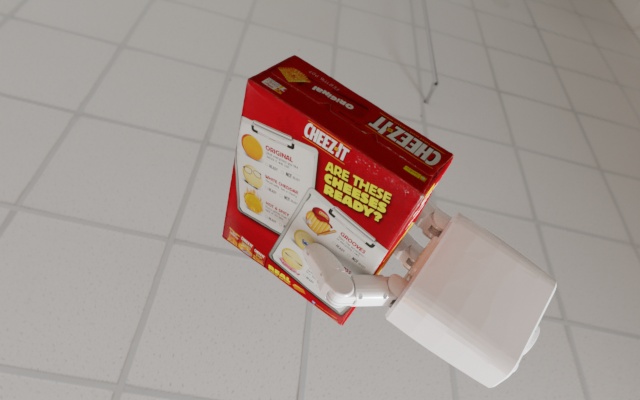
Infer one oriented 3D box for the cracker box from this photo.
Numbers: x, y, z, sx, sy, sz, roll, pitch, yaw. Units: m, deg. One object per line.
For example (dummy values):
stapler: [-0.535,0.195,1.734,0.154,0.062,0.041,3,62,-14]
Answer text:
cracker box: [0.000,0.002,0.446,0.164,0.214,0.072,35,49,12]
